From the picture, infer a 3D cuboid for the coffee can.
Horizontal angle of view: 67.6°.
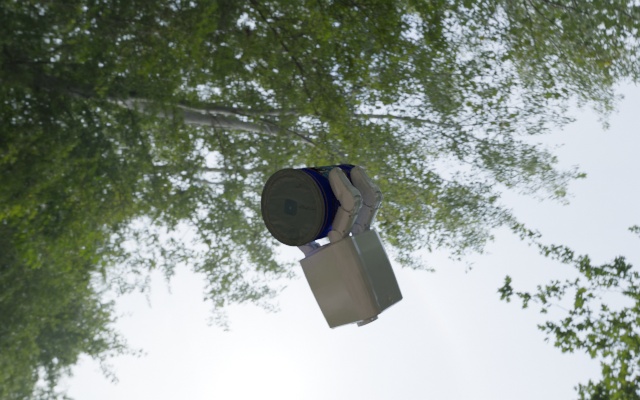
[{"bbox_3d":[0.000,0.002,0.672,0.103,0.103,0.140,0,6,35],"label":"coffee can"}]
